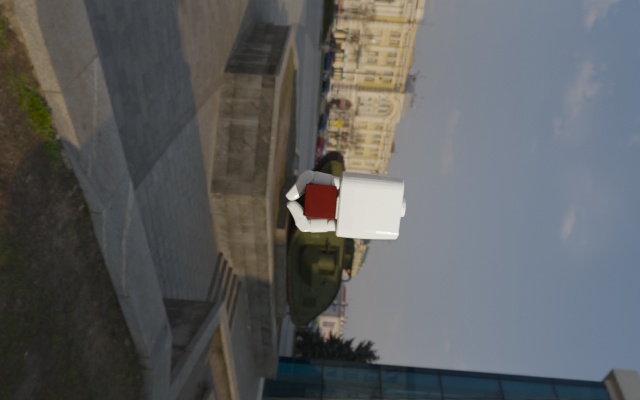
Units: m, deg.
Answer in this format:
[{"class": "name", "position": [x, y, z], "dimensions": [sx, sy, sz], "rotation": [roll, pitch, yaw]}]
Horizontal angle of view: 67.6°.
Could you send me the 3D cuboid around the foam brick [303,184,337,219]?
[{"class": "foam brick", "position": [0.000, 0.003, 0.786], "dimensions": [0.051, 0.053, 0.078], "rotation": [5, -3, 1]}]
